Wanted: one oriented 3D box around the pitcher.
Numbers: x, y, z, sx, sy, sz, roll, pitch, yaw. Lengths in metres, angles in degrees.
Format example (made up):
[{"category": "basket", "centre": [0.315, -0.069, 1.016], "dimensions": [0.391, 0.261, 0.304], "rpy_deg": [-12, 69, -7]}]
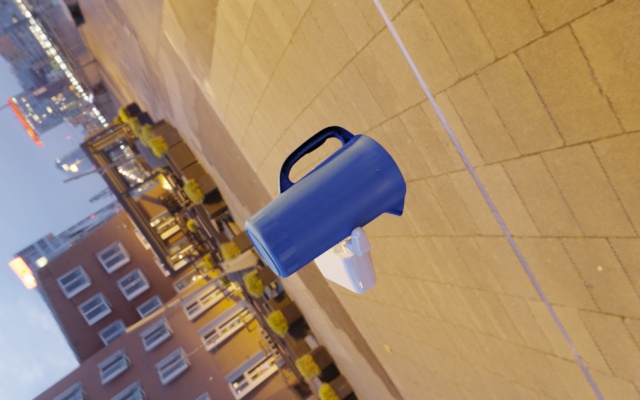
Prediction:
[{"category": "pitcher", "centre": [0.000, 0.003, 0.757], "dimensions": [0.243, 0.145, 0.149], "rpy_deg": [-35, 42, -15]}]
